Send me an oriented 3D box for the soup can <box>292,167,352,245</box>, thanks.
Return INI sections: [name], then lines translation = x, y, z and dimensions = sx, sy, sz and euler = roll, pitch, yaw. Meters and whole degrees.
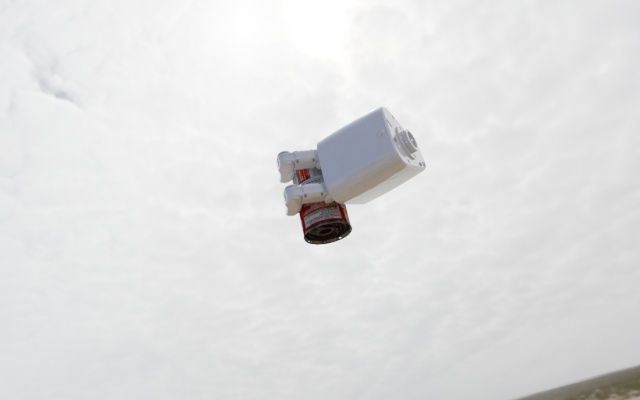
[soup can]
translation = 0.000, 0.002, 0.672
dimensions = 0.068, 0.102, 0.068
euler = -10, -28, -6
